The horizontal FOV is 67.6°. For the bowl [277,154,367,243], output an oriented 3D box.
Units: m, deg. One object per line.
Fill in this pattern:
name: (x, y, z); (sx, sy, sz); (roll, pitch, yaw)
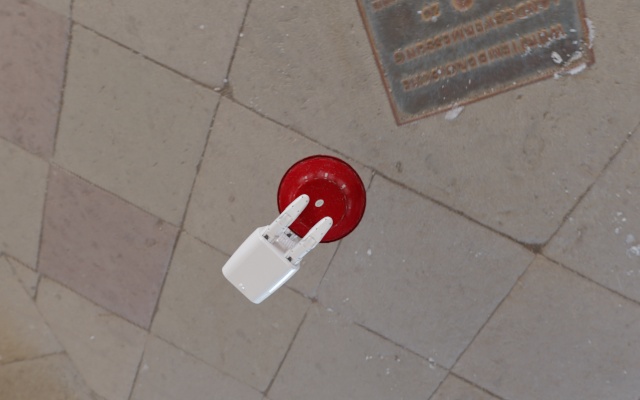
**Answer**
bowl: (0.001, 0.002, 0.830); (0.162, 0.162, 0.055); (0, 10, 4)
